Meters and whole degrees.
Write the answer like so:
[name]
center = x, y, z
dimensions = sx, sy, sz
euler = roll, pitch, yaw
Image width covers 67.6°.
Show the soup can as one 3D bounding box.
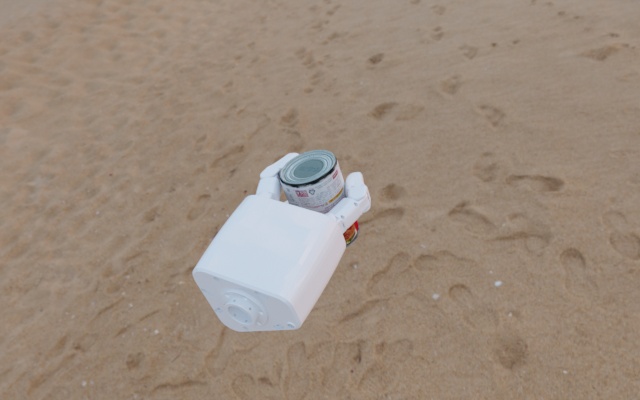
[soup can]
center = 0.000, 0.001, 0.550
dimensions = 0.068, 0.102, 0.068
euler = -14, 35, 10
